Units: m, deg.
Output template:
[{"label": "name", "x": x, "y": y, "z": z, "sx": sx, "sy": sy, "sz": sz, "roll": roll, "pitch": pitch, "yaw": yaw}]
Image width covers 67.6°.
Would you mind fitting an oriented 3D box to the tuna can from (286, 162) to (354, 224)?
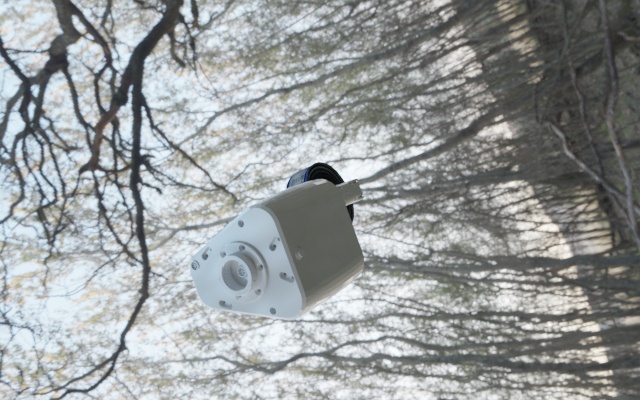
[{"label": "tuna can", "x": 0.000, "y": 0.002, "z": 0.542, "sx": 0.034, "sy": 0.086, "sz": 0.086, "roll": -23, "pitch": -13, "yaw": 33}]
